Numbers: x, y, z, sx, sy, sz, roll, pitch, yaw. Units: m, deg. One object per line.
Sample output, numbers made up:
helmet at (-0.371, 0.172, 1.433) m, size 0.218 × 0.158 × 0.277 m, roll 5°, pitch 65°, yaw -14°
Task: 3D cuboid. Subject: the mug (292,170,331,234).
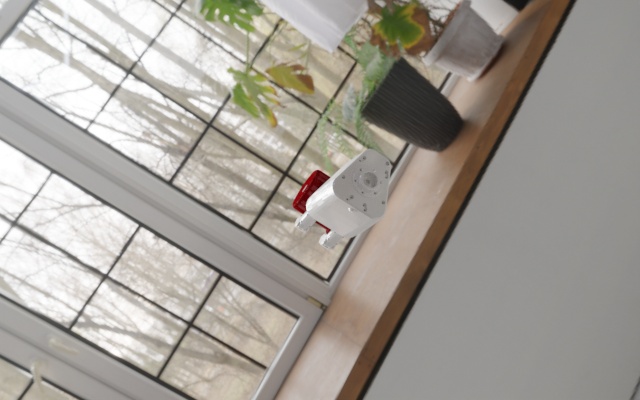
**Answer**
mug at (-0.001, 0.003, 0.852) m, size 0.081 × 0.093 × 0.117 m, roll 34°, pitch -27°, yaw -9°
